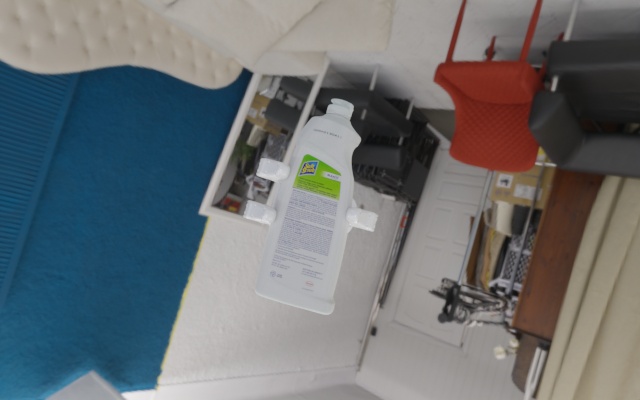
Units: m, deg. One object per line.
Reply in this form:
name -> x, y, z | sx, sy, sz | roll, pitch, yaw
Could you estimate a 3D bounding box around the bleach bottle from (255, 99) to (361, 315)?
bleach bottle -> 0.000, 0.002, 0.582 | 0.102, 0.251, 0.068 | 17, -4, -3
